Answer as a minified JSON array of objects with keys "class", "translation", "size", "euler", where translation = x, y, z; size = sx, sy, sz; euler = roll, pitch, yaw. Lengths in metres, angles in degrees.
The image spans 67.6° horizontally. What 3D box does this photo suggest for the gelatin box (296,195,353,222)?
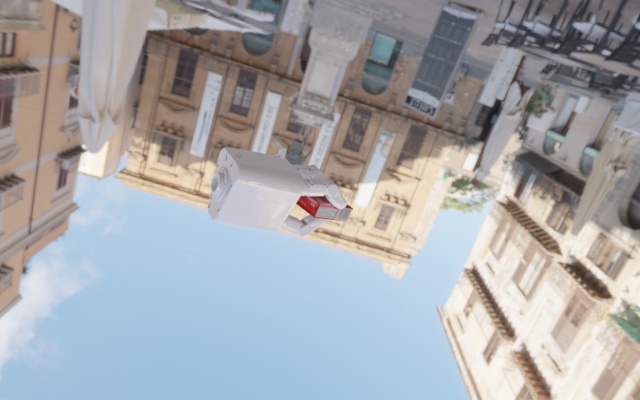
[{"class":"gelatin box","translation":[0.000,0.003,0.800],"size":[0.089,0.030,0.073],"euler":[10,21,-47]}]
